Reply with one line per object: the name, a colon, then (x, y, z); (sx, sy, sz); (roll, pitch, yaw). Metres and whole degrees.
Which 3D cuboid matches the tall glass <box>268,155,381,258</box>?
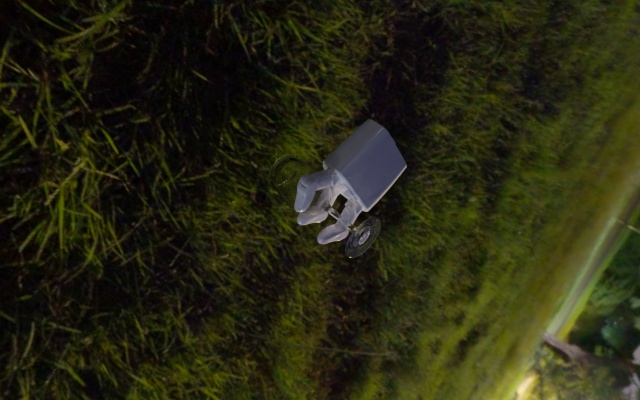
tall glass: (0.000, 0.003, 0.768); (0.201, 0.079, 0.079); (39, 23, 32)
